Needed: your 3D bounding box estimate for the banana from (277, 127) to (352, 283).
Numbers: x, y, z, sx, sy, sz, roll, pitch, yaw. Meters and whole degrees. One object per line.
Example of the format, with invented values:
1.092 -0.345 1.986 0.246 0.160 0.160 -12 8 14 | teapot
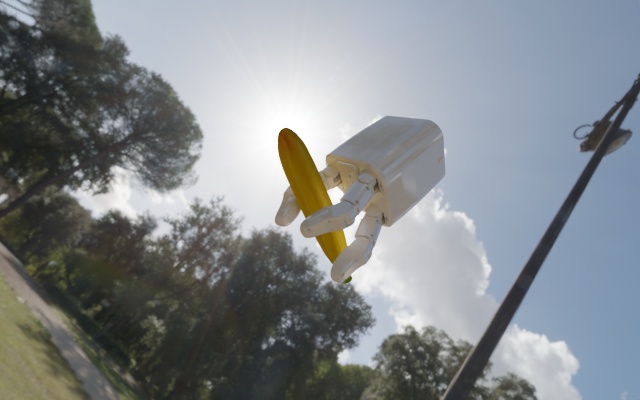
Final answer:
-0.005 -0.001 0.545 0.037 0.198 0.069 -29 24 -10 | banana
